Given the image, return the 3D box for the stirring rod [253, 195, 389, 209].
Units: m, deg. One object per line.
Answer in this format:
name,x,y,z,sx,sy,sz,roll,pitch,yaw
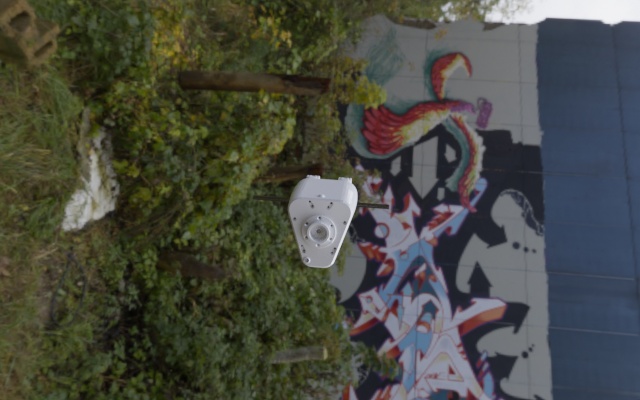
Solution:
stirring rod,0.000,0.003,0.845,0.239,0.011,0.011,4,0,4
